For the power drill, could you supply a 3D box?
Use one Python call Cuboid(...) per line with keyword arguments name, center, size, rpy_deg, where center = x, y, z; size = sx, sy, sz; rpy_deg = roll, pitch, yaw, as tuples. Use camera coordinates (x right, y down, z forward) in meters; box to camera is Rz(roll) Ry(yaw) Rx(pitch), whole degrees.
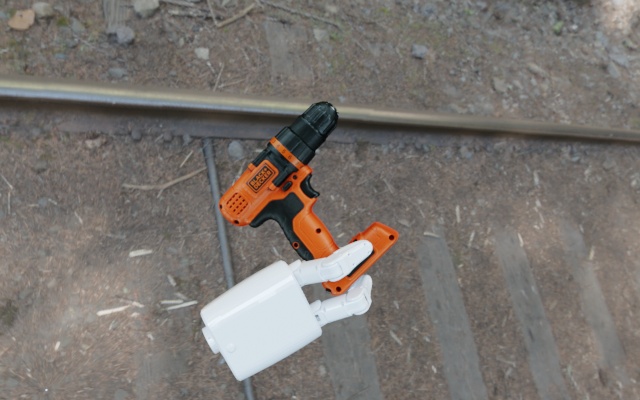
Cuboid(name="power drill", center=(0.000, 0.002, 0.563), size=(0.187, 0.184, 0.057), rpy_deg=(44, 6, 5))
